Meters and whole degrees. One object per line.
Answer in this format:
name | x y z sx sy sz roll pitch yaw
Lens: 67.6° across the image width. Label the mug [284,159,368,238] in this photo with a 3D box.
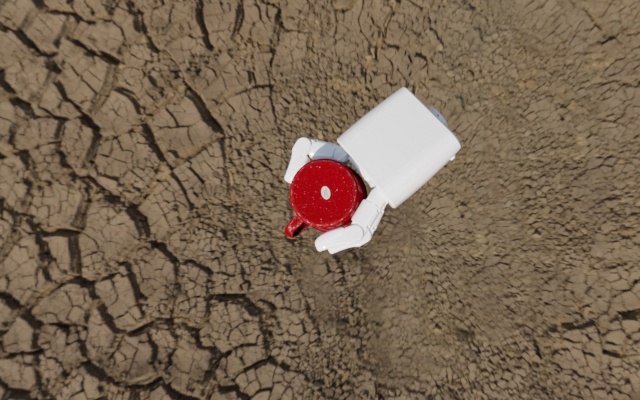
mug | -0.001 0.003 0.586 0.117 0.093 0.081 -41 -9 4
